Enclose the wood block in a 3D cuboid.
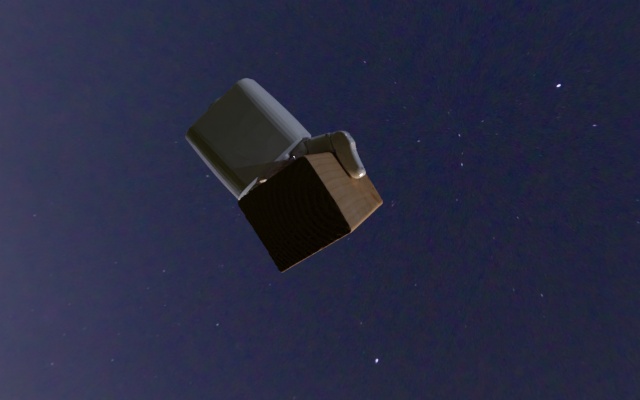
[{"bbox_3d":[0.000,0.001,0.569,0.091,0.090,0.206,-33,-2,18],"label":"wood block"}]
